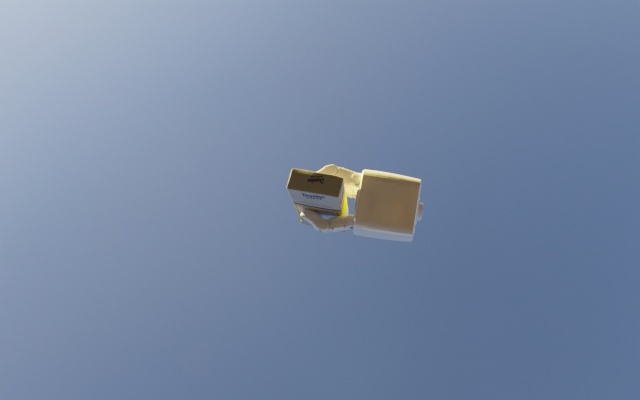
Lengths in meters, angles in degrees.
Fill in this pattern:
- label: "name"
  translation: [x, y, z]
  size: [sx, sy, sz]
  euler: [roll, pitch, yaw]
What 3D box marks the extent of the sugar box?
- label: "sugar box"
  translation: [0.000, 0.002, 0.877]
  size: [0.093, 0.048, 0.176]
  euler: [10, -23, 10]
